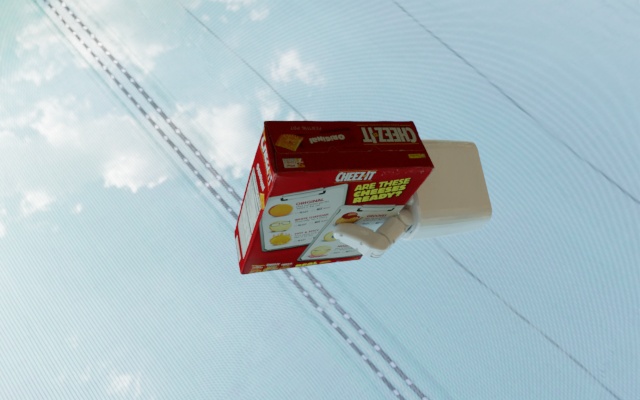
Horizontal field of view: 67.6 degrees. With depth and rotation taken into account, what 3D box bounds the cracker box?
[{"bbox_3d":[0.000,0.002,0.534,0.164,0.072,0.214,-4,-31,-21],"label":"cracker box"}]
